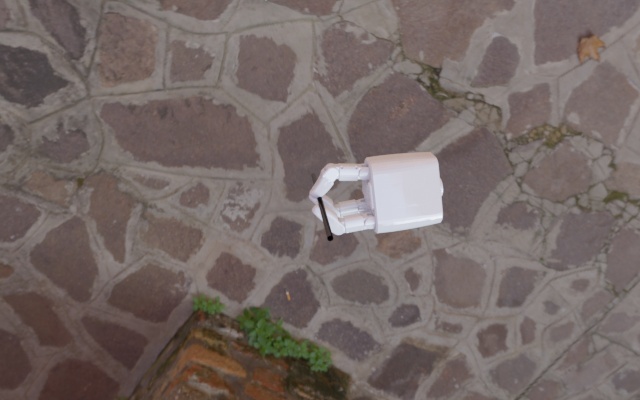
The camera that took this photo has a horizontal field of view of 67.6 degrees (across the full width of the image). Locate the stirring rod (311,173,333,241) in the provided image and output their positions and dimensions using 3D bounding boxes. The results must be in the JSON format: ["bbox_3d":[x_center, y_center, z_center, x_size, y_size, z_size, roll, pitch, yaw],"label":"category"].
[{"bbox_3d":[0.000,0.002,0.722,0.011,0.011,0.239,0,23,-6],"label":"stirring rod"}]
